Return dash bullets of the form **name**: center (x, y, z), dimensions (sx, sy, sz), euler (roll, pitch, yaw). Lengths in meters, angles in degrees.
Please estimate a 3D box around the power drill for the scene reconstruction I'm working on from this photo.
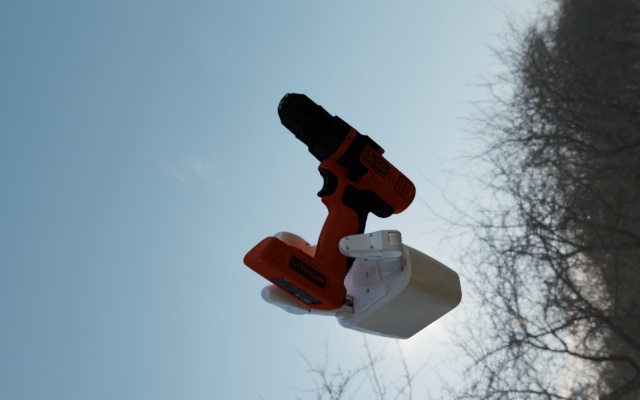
- **power drill**: center (0.000, 0.002, 0.492), dimensions (0.184, 0.187, 0.057), euler (37, -25, -15)
